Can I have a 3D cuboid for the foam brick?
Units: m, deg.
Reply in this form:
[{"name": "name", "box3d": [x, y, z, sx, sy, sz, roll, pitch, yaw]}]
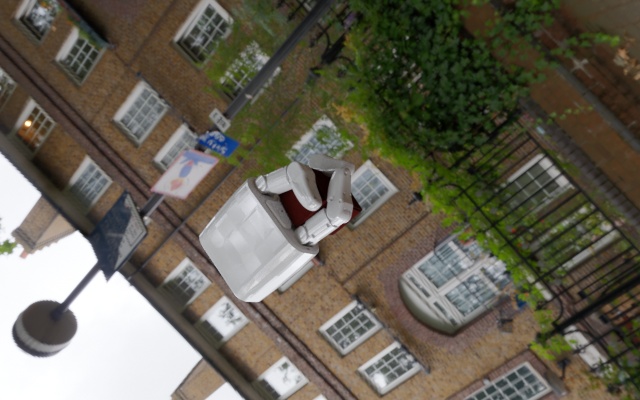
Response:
[{"name": "foam brick", "box3d": [0.000, 0.002, 0.567, 0.051, 0.053, 0.078, -44, -33, 21]}]
